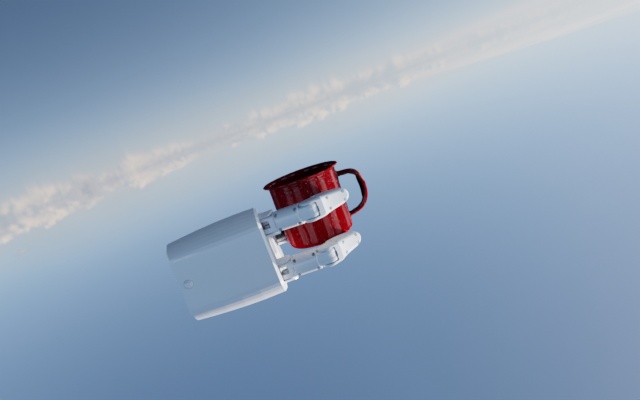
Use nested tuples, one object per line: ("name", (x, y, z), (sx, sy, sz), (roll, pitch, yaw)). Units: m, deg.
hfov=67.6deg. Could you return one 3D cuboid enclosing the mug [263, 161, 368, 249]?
("mug", (0.002, 0.002, 0.573), (0.117, 0.081, 0.093), (-20, 11, 0))
